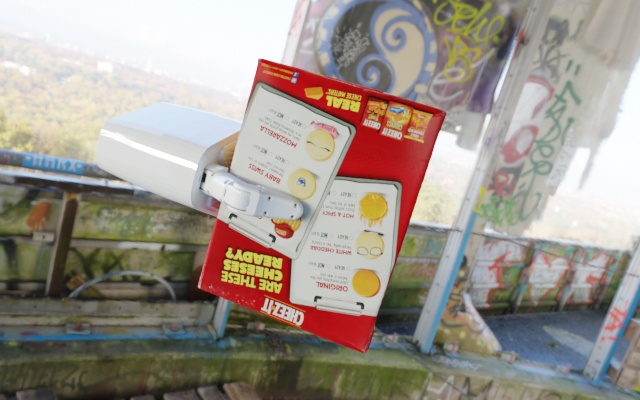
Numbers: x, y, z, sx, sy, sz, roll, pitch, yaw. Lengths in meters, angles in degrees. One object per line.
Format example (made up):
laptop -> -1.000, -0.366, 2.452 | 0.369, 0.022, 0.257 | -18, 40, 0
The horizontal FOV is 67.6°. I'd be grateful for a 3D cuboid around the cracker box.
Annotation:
cracker box -> 0.000, 0.001, 0.430 | 0.164, 0.214, 0.072 | 19, 11, 12
